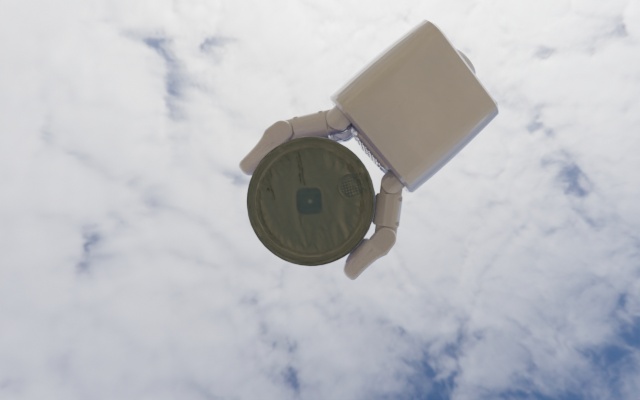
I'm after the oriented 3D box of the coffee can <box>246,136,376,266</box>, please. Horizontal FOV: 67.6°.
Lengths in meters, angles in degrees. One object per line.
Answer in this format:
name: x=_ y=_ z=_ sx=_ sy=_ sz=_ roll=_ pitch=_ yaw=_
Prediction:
coffee can: x=0.000 y=0.002 z=0.443 sx=0.103 sy=0.103 sz=0.140 roll=0 pitch=-1 yaw=7
